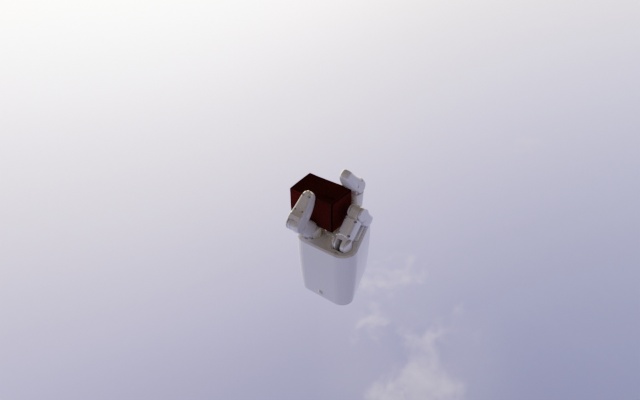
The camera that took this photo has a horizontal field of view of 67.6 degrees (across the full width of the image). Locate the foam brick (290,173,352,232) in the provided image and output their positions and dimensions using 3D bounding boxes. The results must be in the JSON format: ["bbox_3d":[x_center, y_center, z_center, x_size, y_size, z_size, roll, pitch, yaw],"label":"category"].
[{"bbox_3d":[0.000,0.002,0.708,0.078,0.051,0.053,23,42,30],"label":"foam brick"}]
